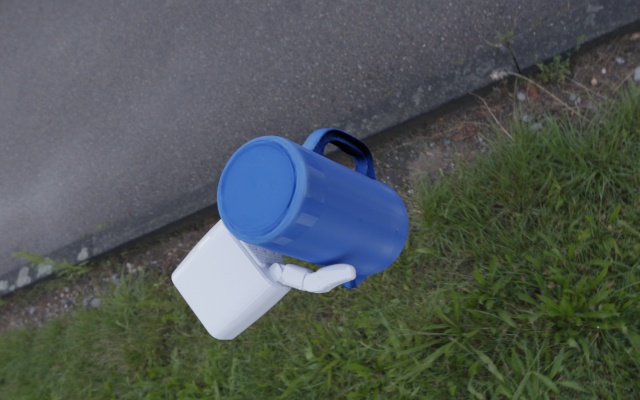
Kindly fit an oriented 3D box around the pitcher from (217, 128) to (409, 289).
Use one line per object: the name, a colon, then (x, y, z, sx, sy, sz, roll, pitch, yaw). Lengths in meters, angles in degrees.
pitcher: (0.000, 0.002, 0.554, 0.145, 0.149, 0.243, -42, -30, 15)
